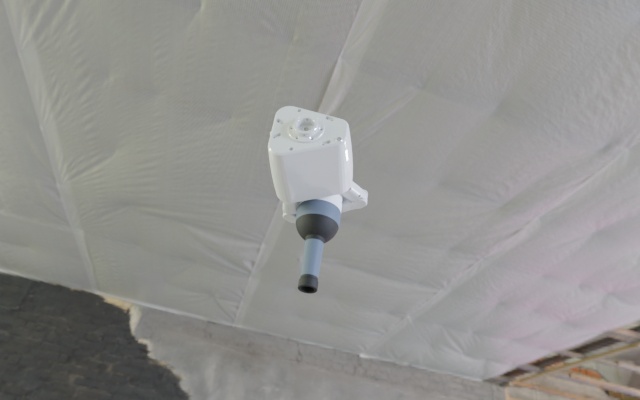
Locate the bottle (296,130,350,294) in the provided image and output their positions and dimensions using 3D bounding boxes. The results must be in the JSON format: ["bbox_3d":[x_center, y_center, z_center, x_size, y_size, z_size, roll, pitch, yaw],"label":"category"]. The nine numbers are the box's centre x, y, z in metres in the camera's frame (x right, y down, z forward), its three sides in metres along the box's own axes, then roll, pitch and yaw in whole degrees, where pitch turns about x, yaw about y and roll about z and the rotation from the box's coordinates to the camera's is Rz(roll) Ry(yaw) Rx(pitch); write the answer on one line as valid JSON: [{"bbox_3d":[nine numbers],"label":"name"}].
[{"bbox_3d":[0.000,0.002,0.736,0.069,0.295,0.069,6,-35,4],"label":"bottle"}]
